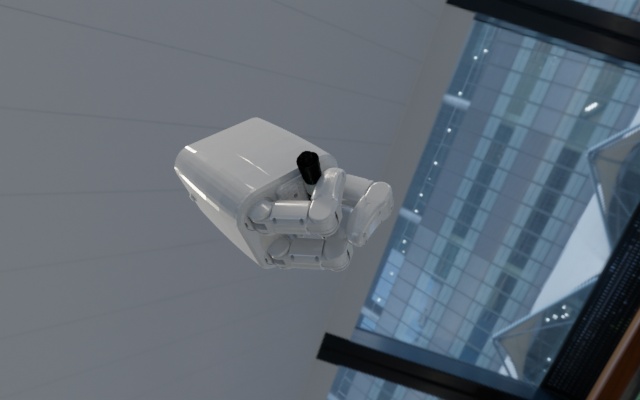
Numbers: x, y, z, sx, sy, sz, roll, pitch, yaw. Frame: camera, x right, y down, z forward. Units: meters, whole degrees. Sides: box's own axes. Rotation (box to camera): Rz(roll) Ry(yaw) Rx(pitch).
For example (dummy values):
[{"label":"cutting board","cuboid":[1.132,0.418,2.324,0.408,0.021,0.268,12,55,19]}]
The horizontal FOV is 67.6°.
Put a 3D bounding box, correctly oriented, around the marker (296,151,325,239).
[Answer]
[{"label":"marker","cuboid":[0.000,0.001,0.422,0.020,0.020,0.121,0,-39,15]}]
